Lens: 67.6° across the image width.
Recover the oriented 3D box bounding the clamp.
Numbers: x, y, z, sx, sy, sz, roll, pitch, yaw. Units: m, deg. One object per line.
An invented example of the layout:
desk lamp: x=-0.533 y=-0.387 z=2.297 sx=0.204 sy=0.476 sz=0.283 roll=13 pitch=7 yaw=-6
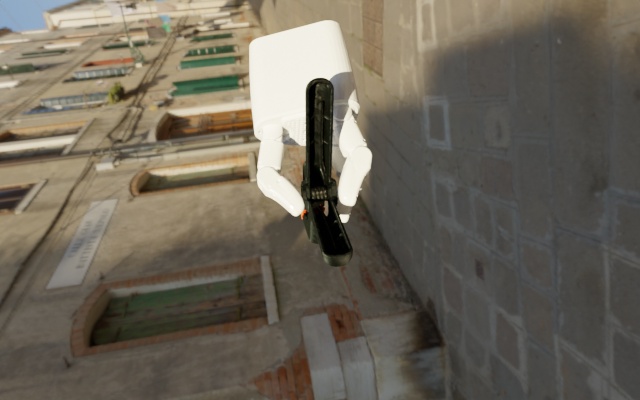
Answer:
clamp: x=-0.001 y=0.002 z=0.483 sx=0.036 sy=0.164 sz=0.210 roll=-4 pitch=-20 yaw=-6
